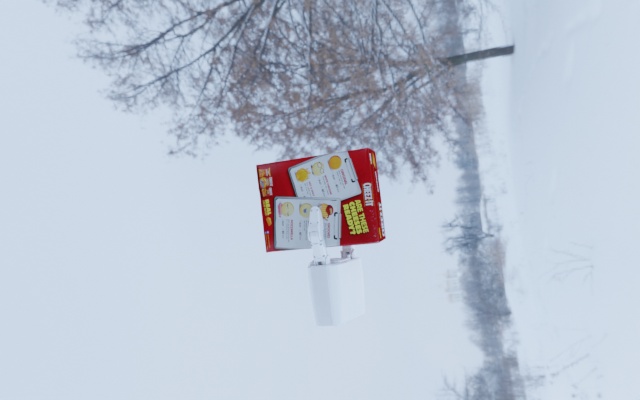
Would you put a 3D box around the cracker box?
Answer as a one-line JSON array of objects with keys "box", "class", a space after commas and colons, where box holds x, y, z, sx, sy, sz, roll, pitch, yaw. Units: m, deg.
[{"box": [0.000, 0.003, 0.862, 0.214, 0.164, 0.072, -7, -1, 19], "class": "cracker box"}]
